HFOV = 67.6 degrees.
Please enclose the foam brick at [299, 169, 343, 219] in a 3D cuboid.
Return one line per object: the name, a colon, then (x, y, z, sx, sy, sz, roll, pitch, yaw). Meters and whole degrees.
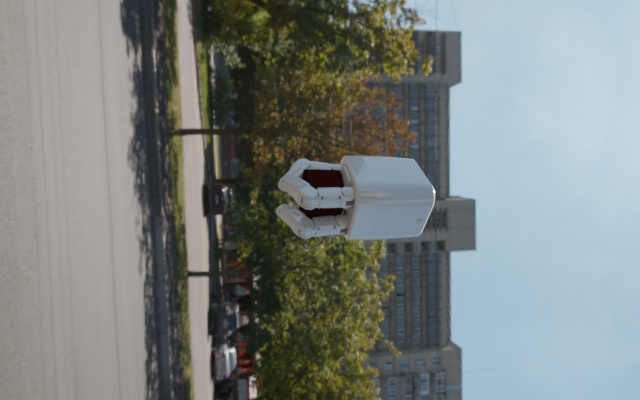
foam brick: (0.000, 0.002, 0.661, 0.051, 0.053, 0.078, 0, -42, -8)
